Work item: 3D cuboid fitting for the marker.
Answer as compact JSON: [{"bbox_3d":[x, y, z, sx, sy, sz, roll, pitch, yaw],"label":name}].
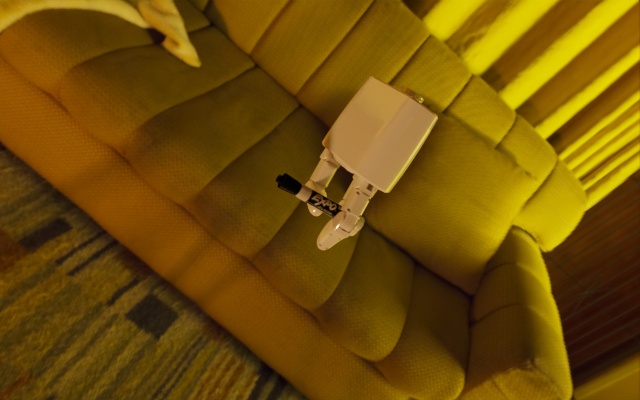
[{"bbox_3d":[0.000,0.002,0.560,0.121,0.020,0.020,30,-13,-24],"label":"marker"}]
